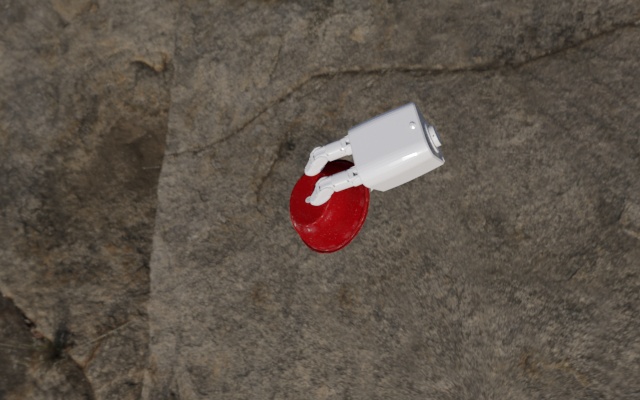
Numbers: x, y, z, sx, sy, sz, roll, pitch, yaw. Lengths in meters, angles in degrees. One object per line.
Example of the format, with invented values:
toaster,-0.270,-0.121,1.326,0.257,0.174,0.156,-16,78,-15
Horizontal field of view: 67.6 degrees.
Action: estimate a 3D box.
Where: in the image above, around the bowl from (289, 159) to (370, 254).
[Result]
bowl,-0.001,0.003,0.778,0.162,0.162,0.055,0,-14,44
